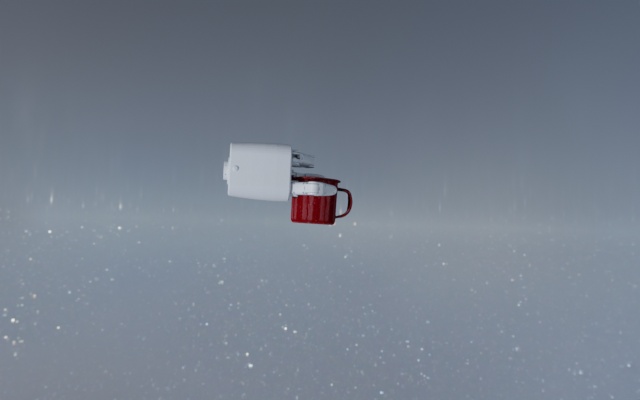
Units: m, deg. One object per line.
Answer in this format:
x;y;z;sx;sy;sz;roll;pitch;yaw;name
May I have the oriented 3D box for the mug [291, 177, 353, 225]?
0.002;0.003;0.873;0.117;0.081;0.093;4;-3;-7;mug
